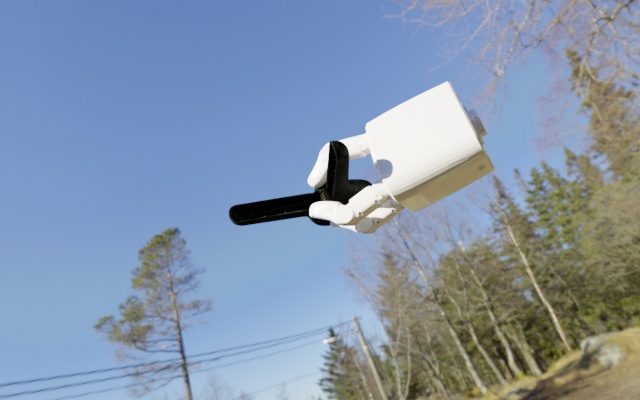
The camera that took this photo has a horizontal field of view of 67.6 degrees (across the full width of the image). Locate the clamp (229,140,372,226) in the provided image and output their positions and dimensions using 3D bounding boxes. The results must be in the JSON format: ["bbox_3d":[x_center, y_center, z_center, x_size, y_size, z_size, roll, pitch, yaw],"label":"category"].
[{"bbox_3d":[0.000,0.001,0.595,0.164,0.036,0.210,-27,-24,20],"label":"clamp"}]
